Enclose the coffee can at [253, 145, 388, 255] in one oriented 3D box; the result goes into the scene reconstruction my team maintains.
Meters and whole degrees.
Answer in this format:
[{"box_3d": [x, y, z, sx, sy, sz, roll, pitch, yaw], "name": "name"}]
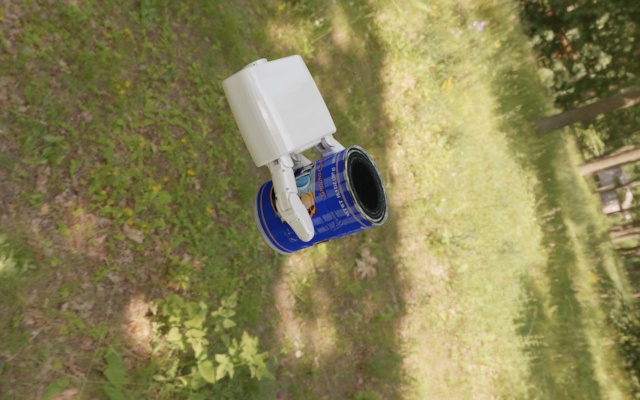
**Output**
[{"box_3d": [0.000, 0.002, 0.607, 0.140, 0.103, 0.103, -20, -10, 29], "name": "coffee can"}]
